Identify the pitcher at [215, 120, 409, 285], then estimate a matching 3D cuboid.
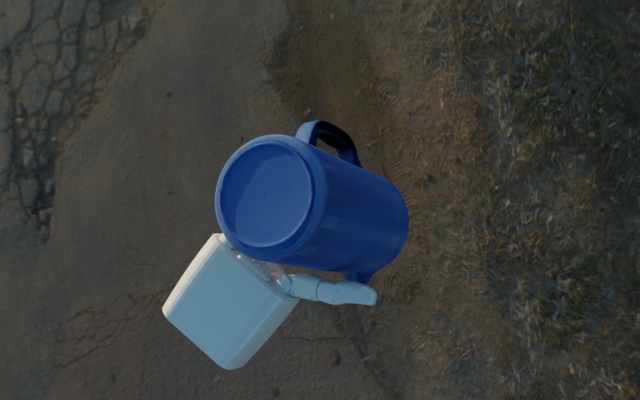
[{"bbox_3d":[0.000,0.002,0.502,0.149,0.145,0.243,43,9,23],"label":"pitcher"}]
